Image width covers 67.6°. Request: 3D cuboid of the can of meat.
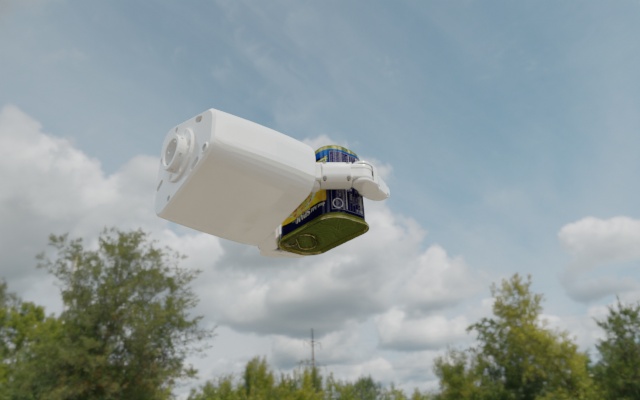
[{"bbox_3d":[0.000,0.001,0.504,0.057,0.084,0.102,18,-33,-35],"label":"can of meat"}]
